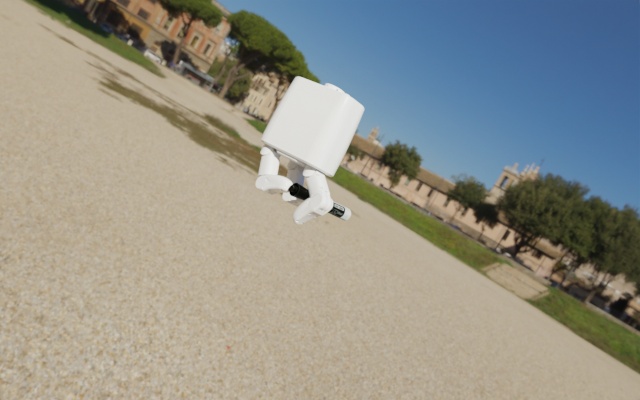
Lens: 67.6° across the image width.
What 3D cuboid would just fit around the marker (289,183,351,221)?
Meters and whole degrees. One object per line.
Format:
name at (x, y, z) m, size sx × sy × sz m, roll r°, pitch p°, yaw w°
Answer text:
marker at (0.000, 0.002, 0.659) m, size 0.020 × 0.020 × 0.121 m, roll 0°, pitch -18°, yaw 41°
